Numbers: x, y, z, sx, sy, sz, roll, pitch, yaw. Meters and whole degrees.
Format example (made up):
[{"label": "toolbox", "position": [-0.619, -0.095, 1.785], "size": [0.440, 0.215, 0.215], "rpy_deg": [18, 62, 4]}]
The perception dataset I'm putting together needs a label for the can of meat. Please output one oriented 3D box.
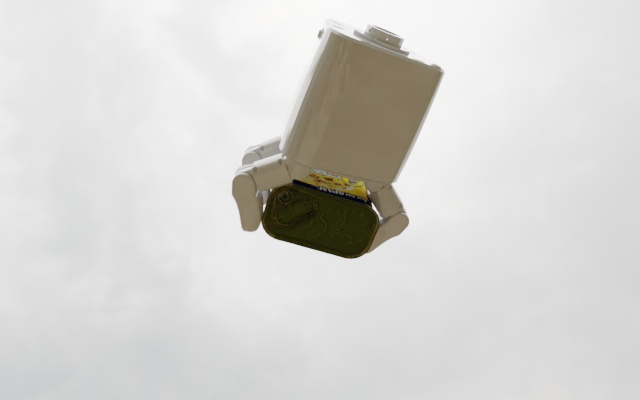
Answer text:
[{"label": "can of meat", "position": [0.000, 0.001, 0.457], "size": [0.102, 0.057, 0.084], "rpy_deg": [16, 26, -8]}]
